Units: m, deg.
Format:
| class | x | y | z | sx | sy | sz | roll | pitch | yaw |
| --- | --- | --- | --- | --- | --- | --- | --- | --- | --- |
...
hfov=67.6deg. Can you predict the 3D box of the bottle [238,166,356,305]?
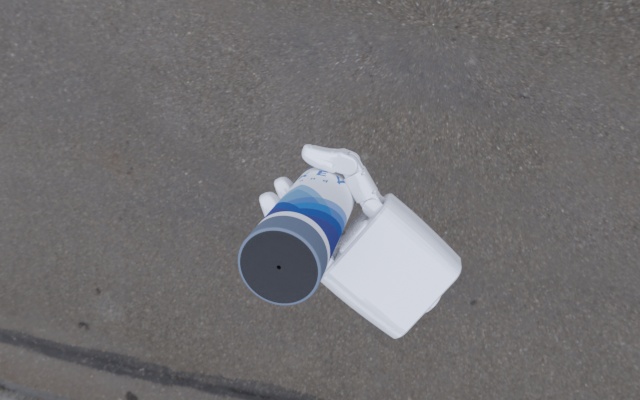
| class | x | y | z | sx | sy | sz | roll | pitch | yaw |
| --- | --- | --- | --- | --- | --- | --- | --- | --- | --- |
| bottle | 0.000 | 0.002 | 0.496 | 0.069 | 0.069 | 0.295 | 0 | 20 | 13 |
